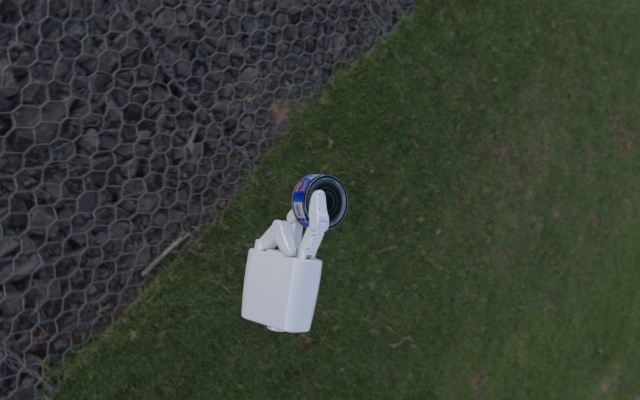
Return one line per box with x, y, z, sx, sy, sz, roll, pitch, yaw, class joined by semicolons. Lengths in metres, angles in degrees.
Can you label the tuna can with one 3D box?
0.000;0.002;0.727;0.086;0.086;0.034;0;1;-38;tuna can
